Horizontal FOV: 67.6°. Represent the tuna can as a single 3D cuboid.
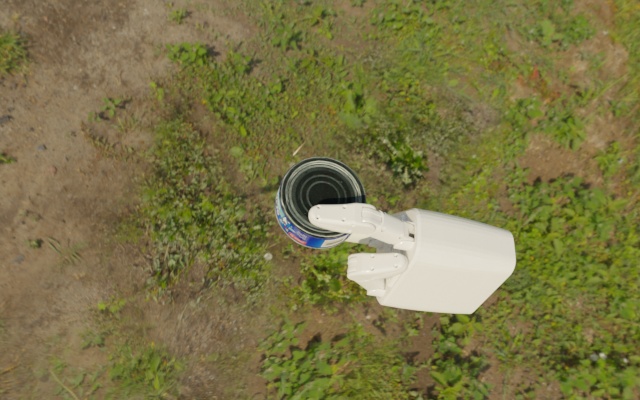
[{"bbox_3d":[0.000,0.001,0.462,0.086,0.086,0.034,0,-22,-13],"label":"tuna can"}]
